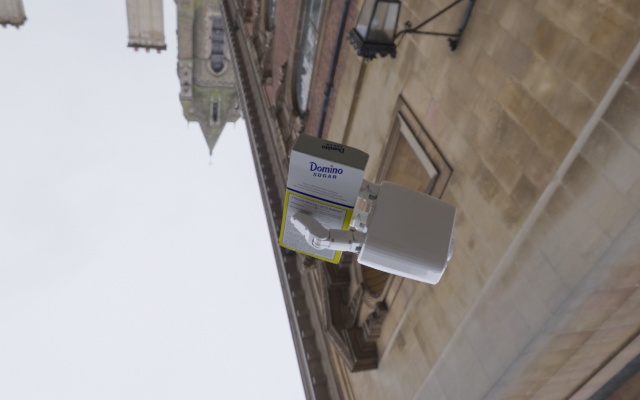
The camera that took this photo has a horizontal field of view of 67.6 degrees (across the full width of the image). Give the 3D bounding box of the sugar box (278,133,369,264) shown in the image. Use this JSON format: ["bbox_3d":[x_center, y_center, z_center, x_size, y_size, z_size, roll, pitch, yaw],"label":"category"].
[{"bbox_3d":[0.000,0.002,0.635,0.093,0.176,0.048,17,41,4],"label":"sugar box"}]
